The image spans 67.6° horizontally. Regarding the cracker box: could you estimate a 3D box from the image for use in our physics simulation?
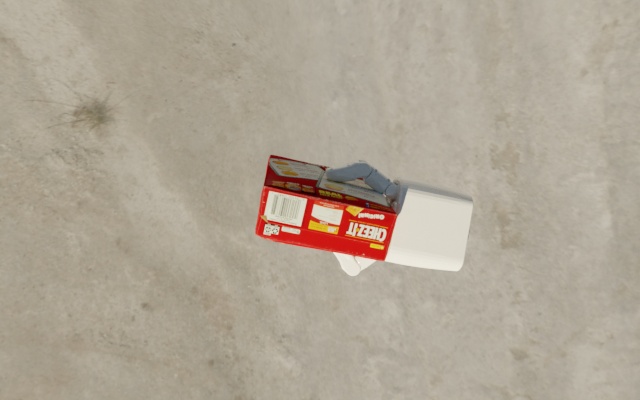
[{"bbox_3d":[0.000,0.002,0.659,0.164,0.072,0.213,11,14,-7],"label":"cracker box"}]
